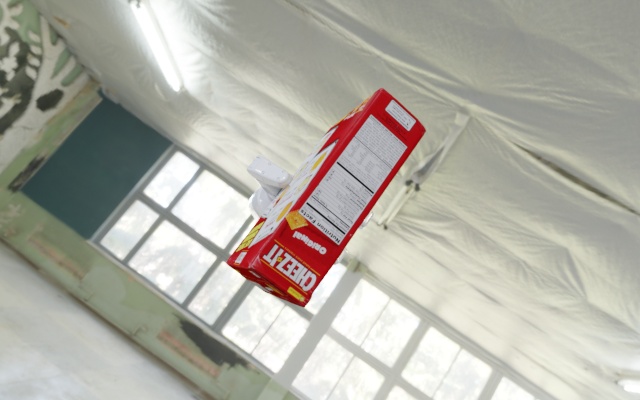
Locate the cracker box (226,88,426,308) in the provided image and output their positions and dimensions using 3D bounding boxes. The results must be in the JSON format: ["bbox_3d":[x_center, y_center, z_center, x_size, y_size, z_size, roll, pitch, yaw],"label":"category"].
[{"bbox_3d":[0.000,0.001,0.507,0.072,0.213,0.164,39,-16,-10],"label":"cracker box"}]
